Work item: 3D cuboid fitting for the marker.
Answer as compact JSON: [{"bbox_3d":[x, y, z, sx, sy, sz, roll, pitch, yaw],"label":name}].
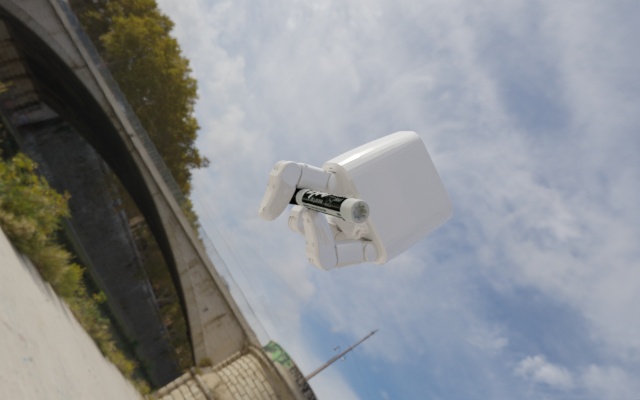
[{"bbox_3d":[0.000,0.001,0.424,0.020,0.020,0.121,0,7,-32],"label":"marker"}]
